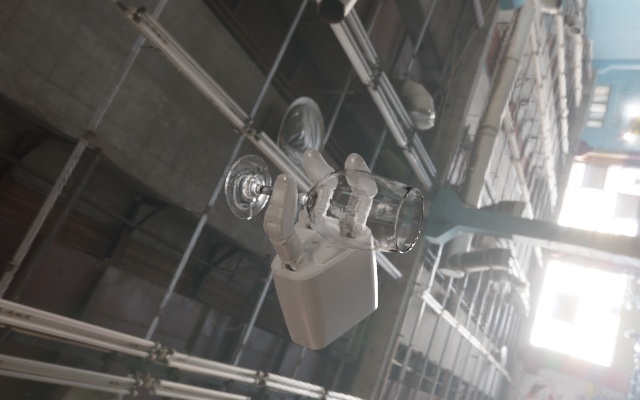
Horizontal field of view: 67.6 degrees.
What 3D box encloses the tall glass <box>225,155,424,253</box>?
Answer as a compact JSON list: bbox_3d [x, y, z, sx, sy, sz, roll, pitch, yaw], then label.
[{"bbox_3d":[-0.001,0.001,0.490,0.201,0.079,0.079,11,6,33],"label":"tall glass"}]
